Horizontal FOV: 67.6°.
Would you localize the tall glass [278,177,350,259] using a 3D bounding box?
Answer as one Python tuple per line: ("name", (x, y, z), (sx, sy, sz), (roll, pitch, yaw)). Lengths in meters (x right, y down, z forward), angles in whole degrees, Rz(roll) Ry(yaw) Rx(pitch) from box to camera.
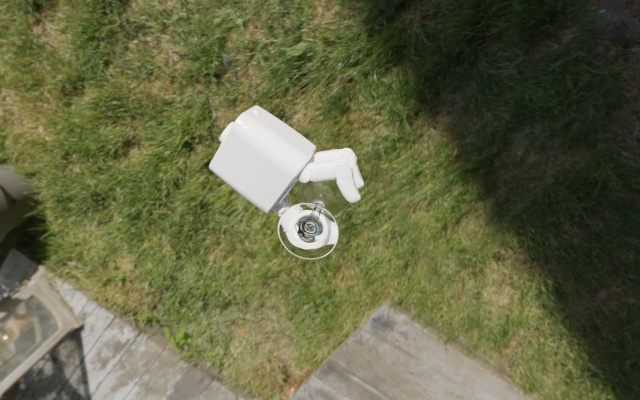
("tall glass", (0.000, 0.003, 0.659), (0.079, 0.079, 0.201), (0, 20, 10))
